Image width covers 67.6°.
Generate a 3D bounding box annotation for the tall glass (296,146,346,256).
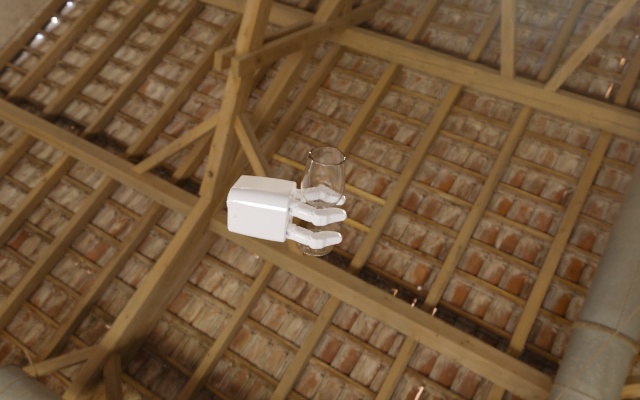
[{"bbox_3d":[0.000,0.003,0.865,0.079,0.201,0.079,6,37,-4],"label":"tall glass"}]
